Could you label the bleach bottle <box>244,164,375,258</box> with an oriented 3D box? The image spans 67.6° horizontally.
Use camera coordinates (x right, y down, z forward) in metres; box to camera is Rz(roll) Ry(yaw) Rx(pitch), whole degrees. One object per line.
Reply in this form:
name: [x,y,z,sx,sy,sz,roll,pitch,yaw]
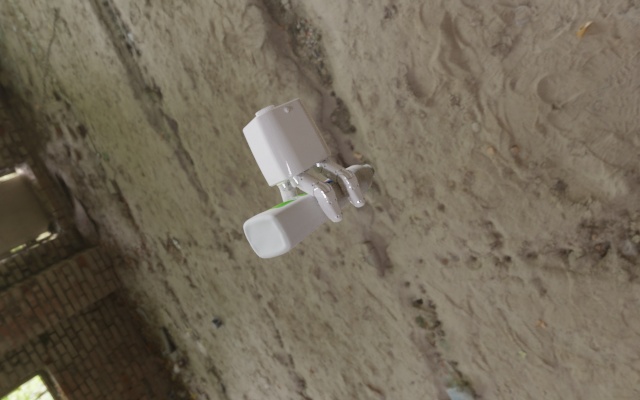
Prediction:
bleach bottle: [0.000,0.003,0.779,0.250,0.068,0.102,-33,8,-40]
